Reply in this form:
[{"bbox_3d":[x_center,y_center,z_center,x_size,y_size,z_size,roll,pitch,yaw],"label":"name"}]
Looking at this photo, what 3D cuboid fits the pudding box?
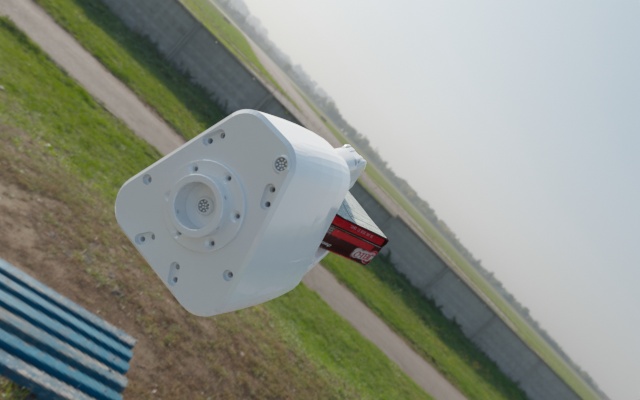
[{"bbox_3d":[0.000,0.001,0.434,0.090,0.039,0.113,29,20,-47],"label":"pudding box"}]
